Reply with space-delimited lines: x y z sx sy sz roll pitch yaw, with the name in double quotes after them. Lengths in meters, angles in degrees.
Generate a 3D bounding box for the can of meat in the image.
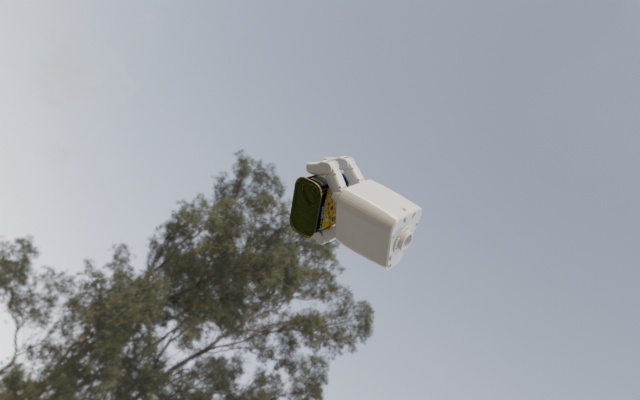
0.000 0.003 0.815 0.057 0.102 0.084 27 30 32 "can of meat"
